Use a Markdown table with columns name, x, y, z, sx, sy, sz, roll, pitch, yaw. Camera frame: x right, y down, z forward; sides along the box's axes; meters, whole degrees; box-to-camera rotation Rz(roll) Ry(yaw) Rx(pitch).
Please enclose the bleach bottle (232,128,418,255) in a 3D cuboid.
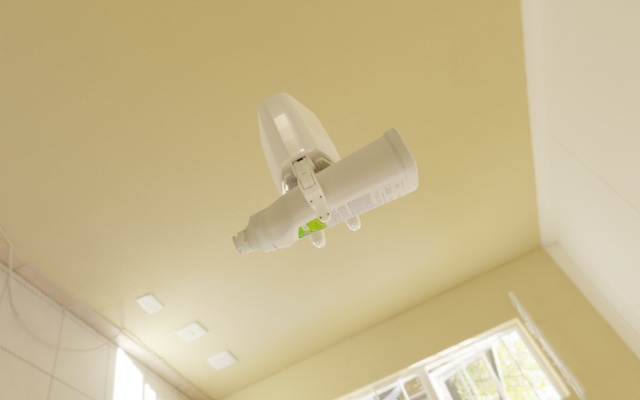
| name | x | y | z | sx | sy | sz | roll | pitch | yaw |
| --- | --- | --- | --- | --- | --- | --- | --- | --- | --- |
| bleach bottle | 0.000 | 0.002 | 0.621 | 0.251 | 0.068 | 0.103 | -26 | -25 | 3 |
